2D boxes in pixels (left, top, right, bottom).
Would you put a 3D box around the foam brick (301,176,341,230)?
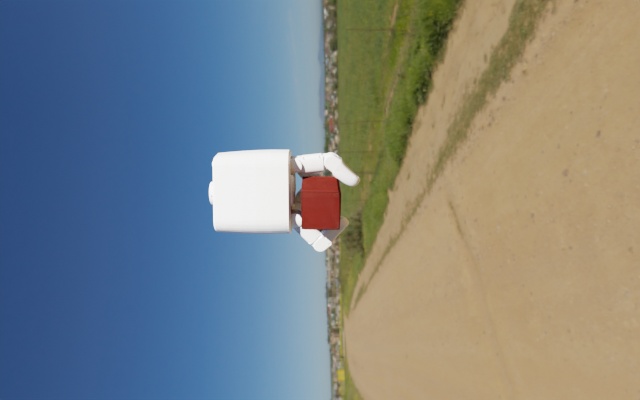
[{"bbox_3d":[0.000,0.002,0.642,0.051,0.053,0.078,1,17,-1],"label":"foam brick"}]
